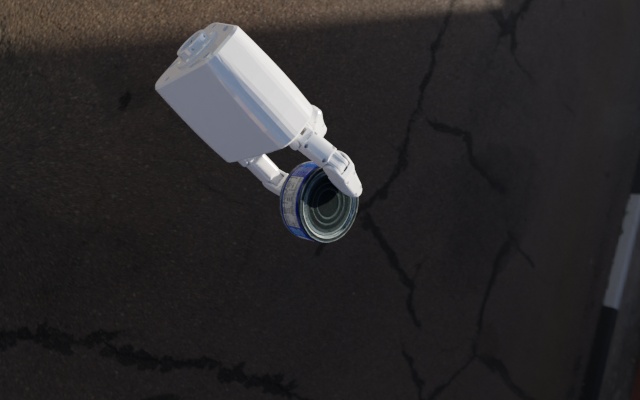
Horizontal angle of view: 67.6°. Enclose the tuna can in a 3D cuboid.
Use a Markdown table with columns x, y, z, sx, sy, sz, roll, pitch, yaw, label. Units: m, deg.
| x | y | z | sx | sy | sz | roll | pitch | yaw | label |
| --- | --- | --- | --- | --- | --- | --- | --- | --- | --- |
| 0.000 | 0.002 | 0.508 | 0.086 | 0.086 | 0.034 | 0 | 7 | -41 | tuna can |
